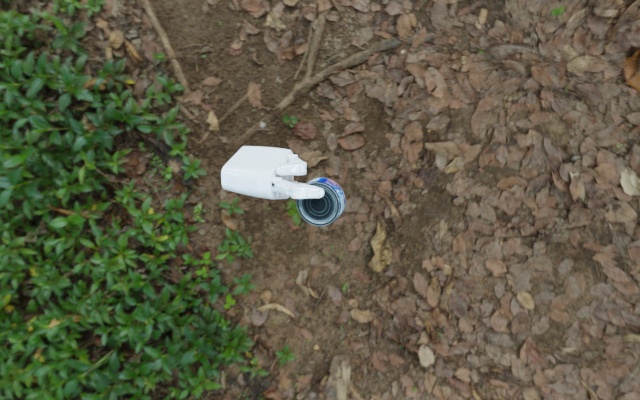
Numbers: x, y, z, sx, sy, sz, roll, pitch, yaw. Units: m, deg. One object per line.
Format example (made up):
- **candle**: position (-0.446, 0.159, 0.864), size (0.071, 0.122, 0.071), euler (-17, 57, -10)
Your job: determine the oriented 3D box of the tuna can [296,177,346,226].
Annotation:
- **tuna can**: position (0.000, 0.003, 0.871), size (0.086, 0.086, 0.033), euler (0, 16, 19)
